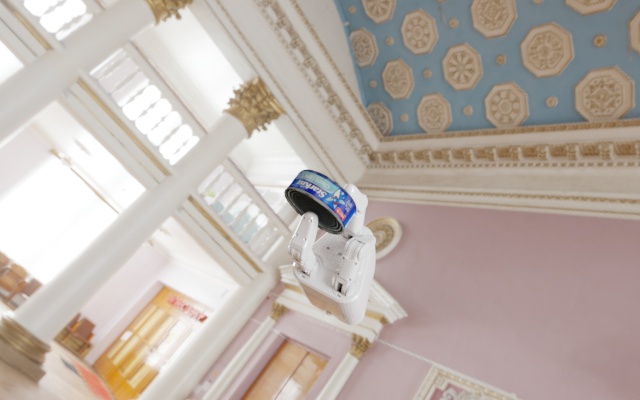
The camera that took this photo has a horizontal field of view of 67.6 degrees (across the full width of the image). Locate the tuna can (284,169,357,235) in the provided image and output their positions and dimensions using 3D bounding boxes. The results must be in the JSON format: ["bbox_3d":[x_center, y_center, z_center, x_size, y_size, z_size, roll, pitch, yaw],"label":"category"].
[{"bbox_3d":[0.000,0.001,0.572,0.086,0.033,0.086,32,-20,13],"label":"tuna can"}]
